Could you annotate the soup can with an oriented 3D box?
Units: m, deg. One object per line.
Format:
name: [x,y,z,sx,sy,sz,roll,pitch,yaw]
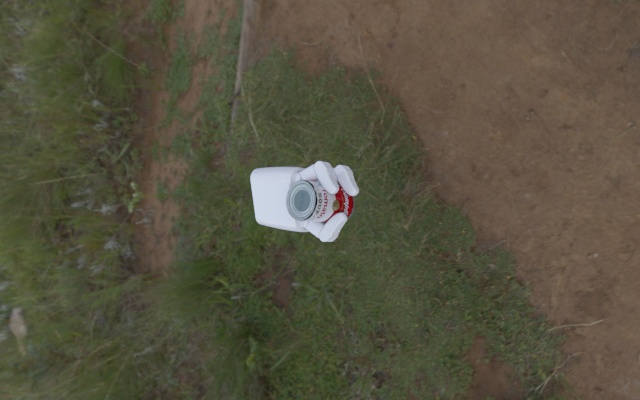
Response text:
soup can: [0.000,0.003,0.801,0.068,0.068,0.102,0,-4,40]
